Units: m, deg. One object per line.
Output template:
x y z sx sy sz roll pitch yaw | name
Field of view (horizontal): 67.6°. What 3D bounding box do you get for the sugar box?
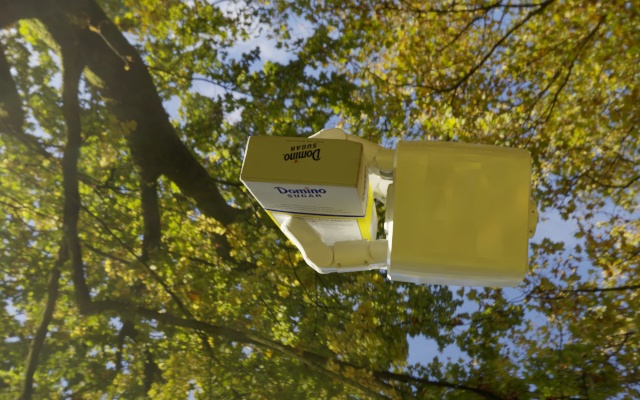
0.000 0.001 0.436 0.093 0.048 0.176 4 -23 12 | sugar box
